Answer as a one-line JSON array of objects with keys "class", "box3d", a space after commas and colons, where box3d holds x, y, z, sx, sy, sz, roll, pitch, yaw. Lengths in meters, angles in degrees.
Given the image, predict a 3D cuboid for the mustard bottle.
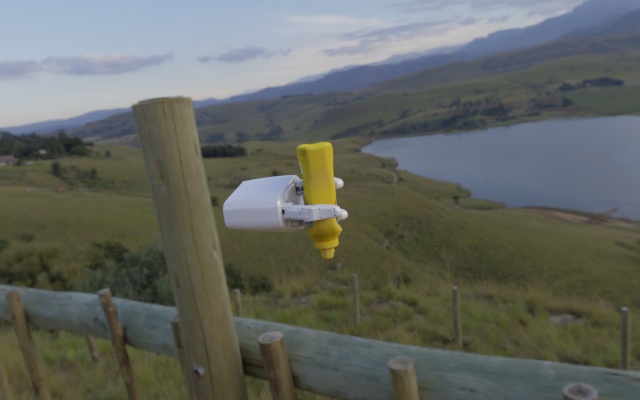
[{"class": "mustard bottle", "box3d": [0.000, 0.002, 0.786, 0.058, 0.191, 0.096, -8, 10, -5]}]
